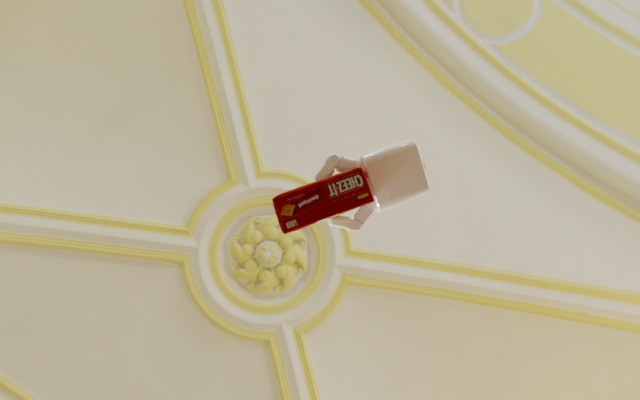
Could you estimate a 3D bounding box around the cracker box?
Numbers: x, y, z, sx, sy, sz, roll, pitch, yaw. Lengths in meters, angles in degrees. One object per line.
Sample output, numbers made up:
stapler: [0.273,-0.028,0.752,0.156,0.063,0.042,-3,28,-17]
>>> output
cracker box: [0.000,0.003,0.895,0.164,0.072,0.214,-20,-2,-3]
